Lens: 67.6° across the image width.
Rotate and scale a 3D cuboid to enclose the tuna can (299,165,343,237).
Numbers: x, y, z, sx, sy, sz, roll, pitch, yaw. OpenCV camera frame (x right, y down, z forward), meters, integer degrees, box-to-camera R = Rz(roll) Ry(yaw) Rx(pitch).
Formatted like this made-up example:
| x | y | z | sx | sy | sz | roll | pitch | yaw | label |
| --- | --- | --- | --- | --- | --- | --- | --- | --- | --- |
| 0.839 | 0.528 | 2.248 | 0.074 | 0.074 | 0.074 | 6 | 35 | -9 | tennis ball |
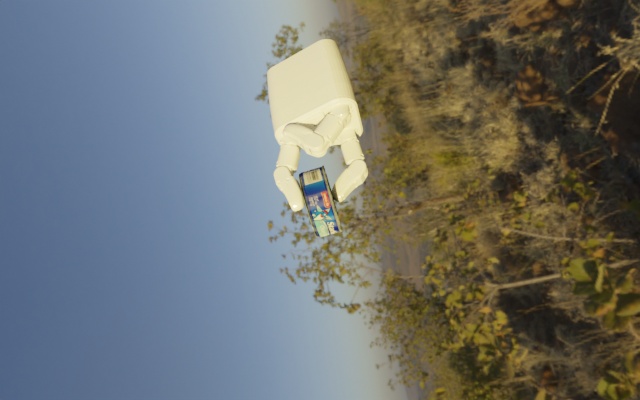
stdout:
| x | y | z | sx | sy | sz | roll | pitch | yaw | label |
| --- | --- | --- | --- | --- | --- | --- | --- | --- | --- |
| 0.000 | 0.002 | 0.596 | 0.034 | 0.086 | 0.086 | -16 | -1 | 2 | tuna can |
